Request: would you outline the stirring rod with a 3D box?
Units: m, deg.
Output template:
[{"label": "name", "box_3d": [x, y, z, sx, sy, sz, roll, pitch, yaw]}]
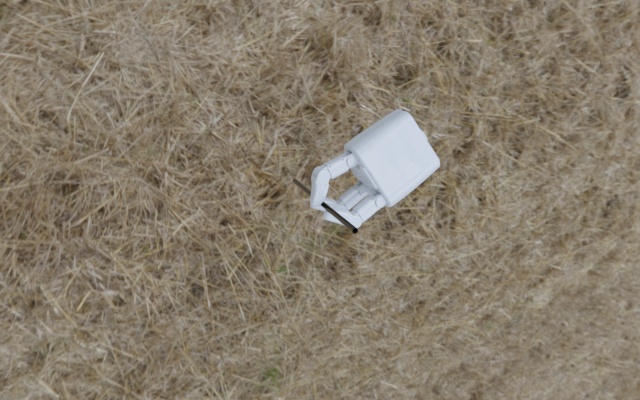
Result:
[{"label": "stirring rod", "box_3d": [0.000, 0.002, 0.727, 0.011, 0.011, 0.239, 0, 18, -23]}]
